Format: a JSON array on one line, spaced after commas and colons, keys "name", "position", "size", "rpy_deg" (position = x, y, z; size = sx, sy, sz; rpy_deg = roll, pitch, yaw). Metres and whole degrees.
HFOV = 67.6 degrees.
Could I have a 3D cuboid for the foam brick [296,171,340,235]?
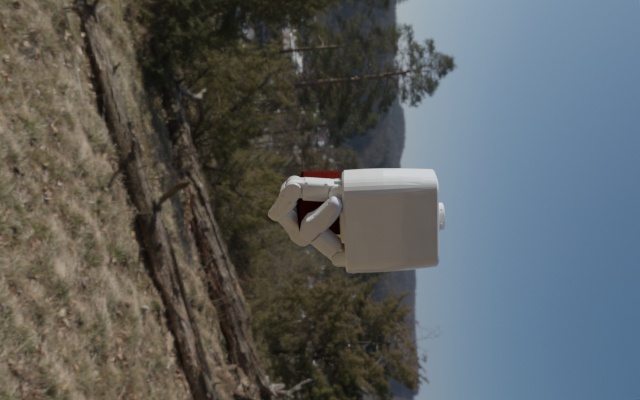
[{"name": "foam brick", "position": [0.000, 0.002, 0.597], "size": [0.051, 0.053, 0.078], "rpy_deg": [-3, 29, 5]}]
